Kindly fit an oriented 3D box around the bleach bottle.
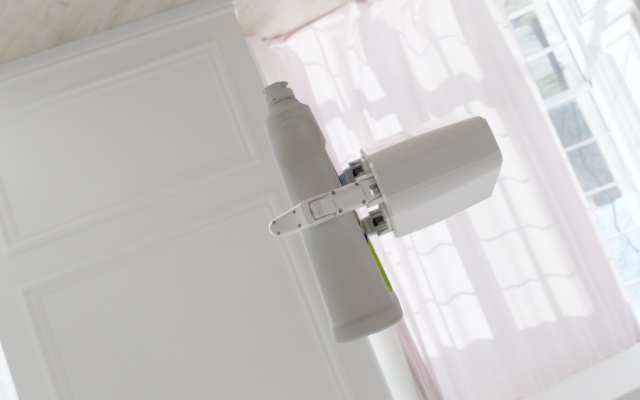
[{"bbox_3d":[0.000,0.002,0.460,0.068,0.251,0.102,-22,-6,4],"label":"bleach bottle"}]
